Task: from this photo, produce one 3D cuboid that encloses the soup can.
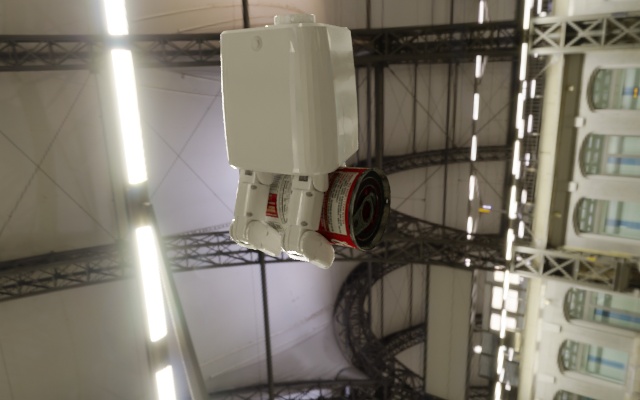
[{"bbox_3d":[0.000,0.002,0.413,0.102,0.068,0.068,8,4,32],"label":"soup can"}]
